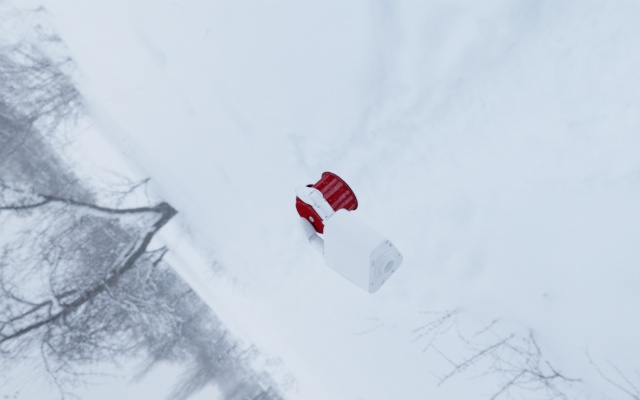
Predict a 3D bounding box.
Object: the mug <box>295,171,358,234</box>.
[{"bbox_3d":[-0.001,0.002,0.882,0.081,0.093,0.117,-42,47,-22],"label":"mug"}]
